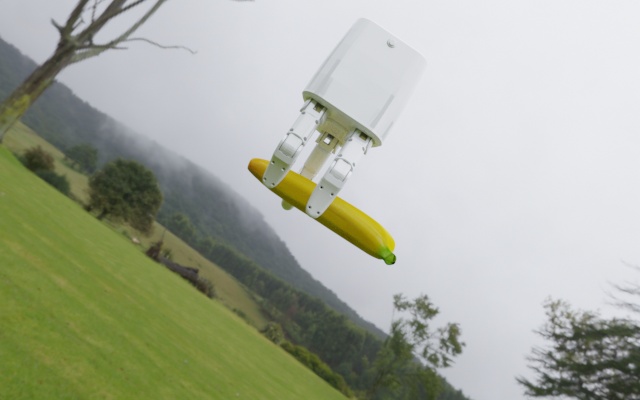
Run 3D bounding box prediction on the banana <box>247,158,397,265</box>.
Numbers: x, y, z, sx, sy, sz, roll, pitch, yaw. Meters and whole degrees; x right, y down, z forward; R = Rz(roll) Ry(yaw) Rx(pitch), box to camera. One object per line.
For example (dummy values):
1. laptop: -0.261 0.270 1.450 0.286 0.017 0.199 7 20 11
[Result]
1. banana: 0.008 0.009 0.518 0.197 0.037 0.070 32 -5 23
